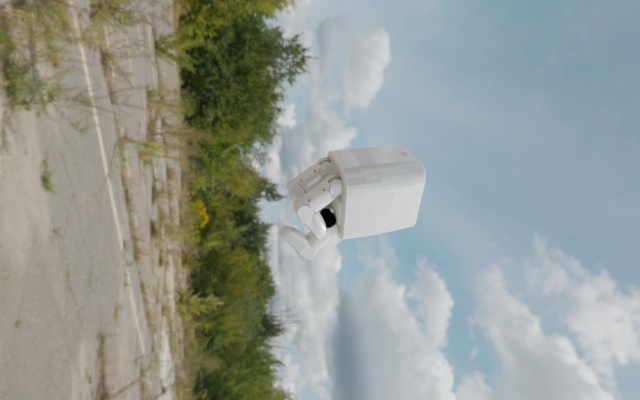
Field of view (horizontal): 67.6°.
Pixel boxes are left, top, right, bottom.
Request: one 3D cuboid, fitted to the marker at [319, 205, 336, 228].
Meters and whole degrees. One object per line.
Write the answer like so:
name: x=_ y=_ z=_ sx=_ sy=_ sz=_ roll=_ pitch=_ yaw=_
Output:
marker: x=0.000 y=0.002 z=0.660 sx=0.020 sy=0.020 sz=0.121 roll=0 pitch=27 yaw=-13
